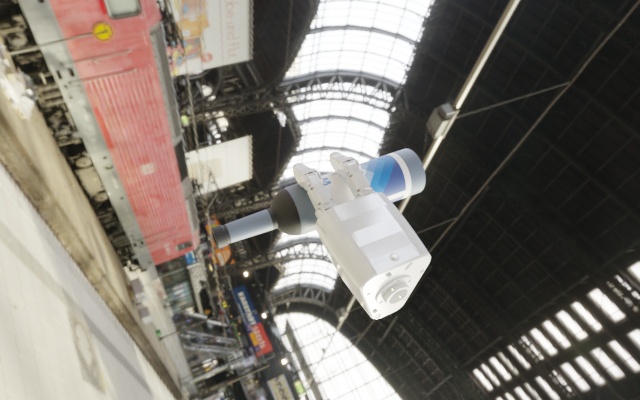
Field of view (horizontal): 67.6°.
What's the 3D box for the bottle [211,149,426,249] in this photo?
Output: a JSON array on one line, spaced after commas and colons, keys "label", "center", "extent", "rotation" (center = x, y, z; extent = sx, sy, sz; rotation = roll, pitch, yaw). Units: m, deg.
[{"label": "bottle", "center": [0.000, 0.002, 0.640], "extent": [0.295, 0.069, 0.069], "rotation": [-19, 6, -19]}]
